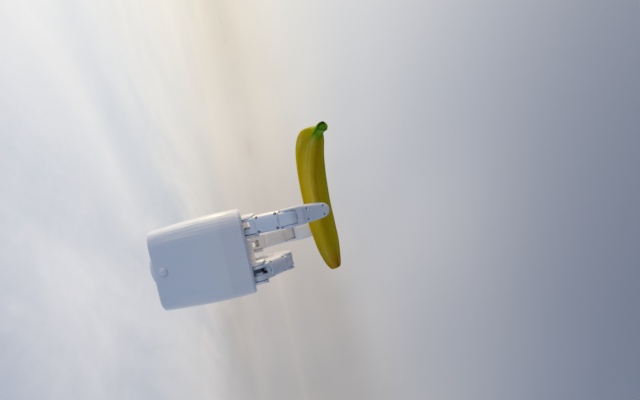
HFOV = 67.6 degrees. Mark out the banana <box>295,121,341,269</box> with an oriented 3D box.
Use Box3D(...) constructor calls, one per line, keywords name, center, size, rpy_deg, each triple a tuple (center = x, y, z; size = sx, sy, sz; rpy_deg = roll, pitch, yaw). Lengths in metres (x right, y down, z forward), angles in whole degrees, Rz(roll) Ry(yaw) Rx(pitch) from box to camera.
Box3D(name="banana", center=(-0.004, -0.009, 0.590), size=(0.037, 0.198, 0.069), rpy_deg=(-12, 28, -8))
